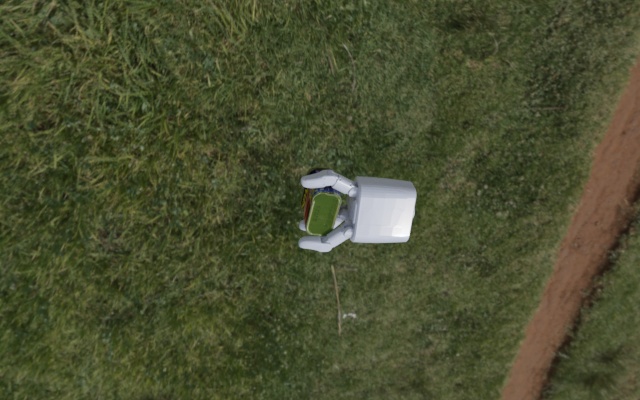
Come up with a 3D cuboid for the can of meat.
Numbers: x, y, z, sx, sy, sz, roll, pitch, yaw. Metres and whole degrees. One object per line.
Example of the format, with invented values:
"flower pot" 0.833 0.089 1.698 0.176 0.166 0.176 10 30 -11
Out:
"can of meat" 0.000 0.003 0.870 0.057 0.102 0.084 6 35 -12
